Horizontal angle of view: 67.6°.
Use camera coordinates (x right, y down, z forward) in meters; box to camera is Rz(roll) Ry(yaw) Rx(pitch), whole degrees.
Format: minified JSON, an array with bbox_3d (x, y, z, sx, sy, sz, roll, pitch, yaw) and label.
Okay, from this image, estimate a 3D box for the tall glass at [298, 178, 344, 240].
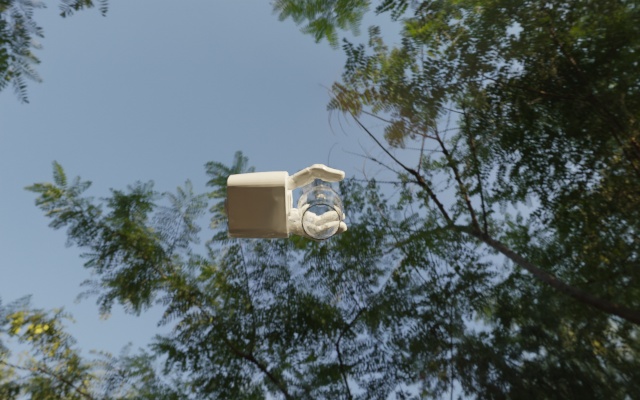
[{"bbox_3d":[0.000,0.002,0.844,0.079,0.079,0.201,0,18,-1],"label":"tall glass"}]
